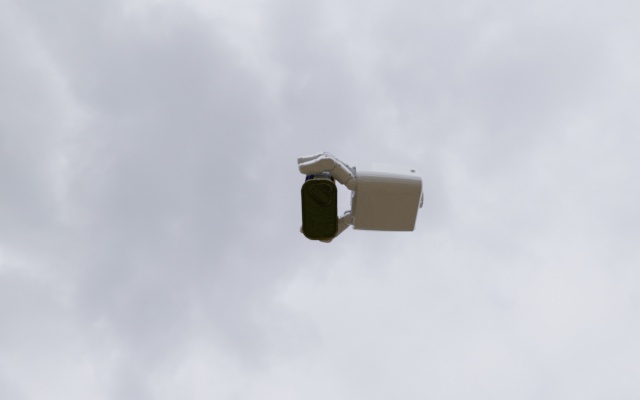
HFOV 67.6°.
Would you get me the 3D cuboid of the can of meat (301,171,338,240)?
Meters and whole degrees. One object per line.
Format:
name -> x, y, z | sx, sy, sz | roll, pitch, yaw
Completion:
can of meat -> 0.000, 0.003, 0.785 | 0.057, 0.102, 0.084 | -1, 19, 3
